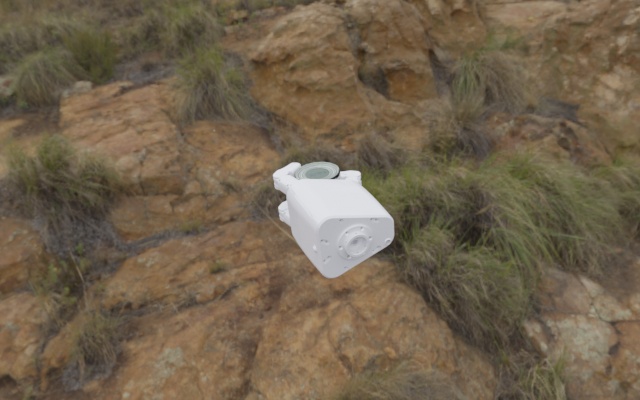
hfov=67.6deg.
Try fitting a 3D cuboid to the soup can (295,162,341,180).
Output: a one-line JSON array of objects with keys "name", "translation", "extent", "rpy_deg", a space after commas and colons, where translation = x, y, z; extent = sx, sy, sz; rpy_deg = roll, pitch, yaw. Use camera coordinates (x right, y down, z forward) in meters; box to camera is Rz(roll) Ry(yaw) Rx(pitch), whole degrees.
[{"name": "soup can", "translation": [0.000, 0.002, 0.711], "extent": [0.068, 0.102, 0.068], "rpy_deg": [-5, 29, 3]}]
